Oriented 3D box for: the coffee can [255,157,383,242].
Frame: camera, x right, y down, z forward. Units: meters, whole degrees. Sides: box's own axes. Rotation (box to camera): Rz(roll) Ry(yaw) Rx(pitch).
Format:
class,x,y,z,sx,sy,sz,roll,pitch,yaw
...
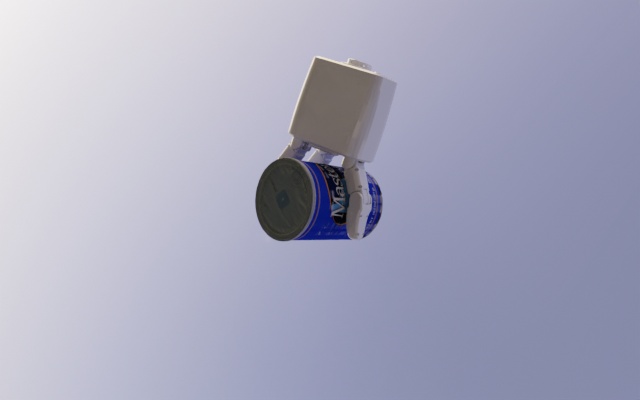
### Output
class,x,y,z,sx,sy,sz,roll,pitch,yaw
coffee can,0.000,0.002,0.630,0.103,0.103,0.140,0,-3,42
